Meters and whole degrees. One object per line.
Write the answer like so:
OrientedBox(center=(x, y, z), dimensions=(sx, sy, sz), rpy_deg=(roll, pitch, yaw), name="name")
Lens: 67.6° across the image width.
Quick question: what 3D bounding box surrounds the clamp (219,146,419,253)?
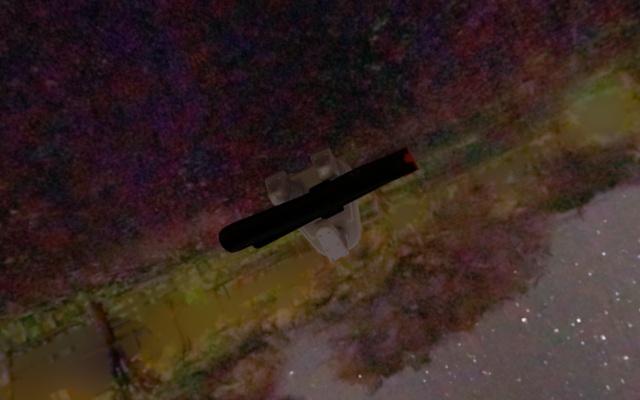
OrientedBox(center=(0.001, 0.002, 0.484), dimensions=(0.210, 0.036, 0.164), rpy_deg=(-26, -3, 6), name="clamp")
